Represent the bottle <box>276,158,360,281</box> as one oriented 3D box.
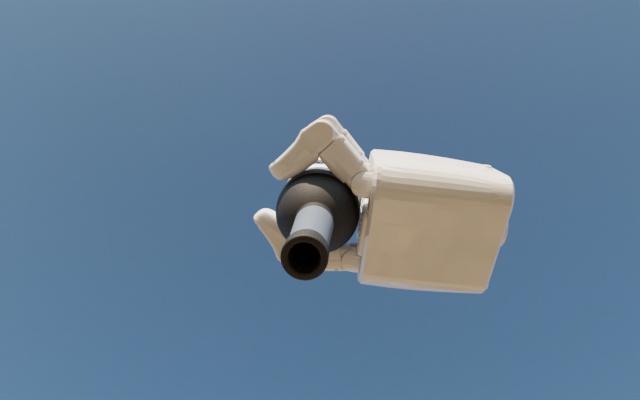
[{"bbox_3d":[0.000,0.001,0.412,0.069,0.069,0.295,0,12,4],"label":"bottle"}]
